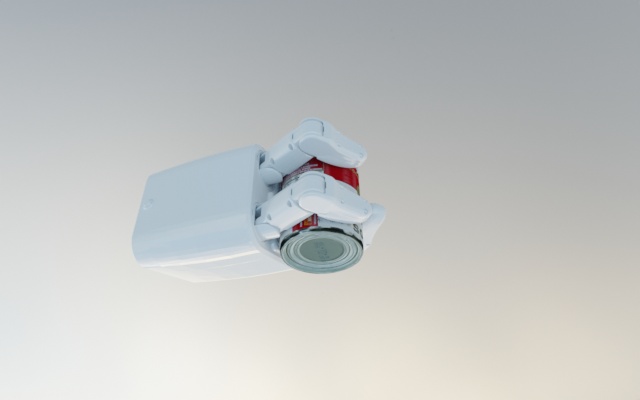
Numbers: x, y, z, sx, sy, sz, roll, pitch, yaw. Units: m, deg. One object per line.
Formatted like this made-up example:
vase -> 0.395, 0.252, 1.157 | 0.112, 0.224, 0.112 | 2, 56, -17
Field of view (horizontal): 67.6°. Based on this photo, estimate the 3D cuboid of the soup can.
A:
soup can -> 0.001, 0.002, 0.401 | 0.068, 0.102, 0.069 | -1, -37, 0
